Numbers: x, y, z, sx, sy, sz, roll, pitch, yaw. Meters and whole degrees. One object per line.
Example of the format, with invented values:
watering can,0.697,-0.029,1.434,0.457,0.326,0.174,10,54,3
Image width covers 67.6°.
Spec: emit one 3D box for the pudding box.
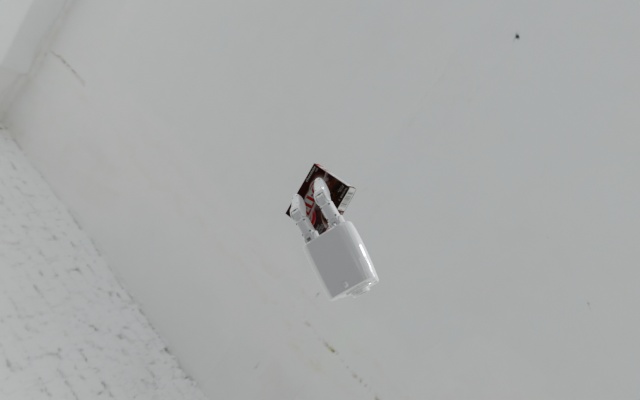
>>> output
pudding box,0.000,0.003,0.874,0.090,0.113,0.039,35,9,27
